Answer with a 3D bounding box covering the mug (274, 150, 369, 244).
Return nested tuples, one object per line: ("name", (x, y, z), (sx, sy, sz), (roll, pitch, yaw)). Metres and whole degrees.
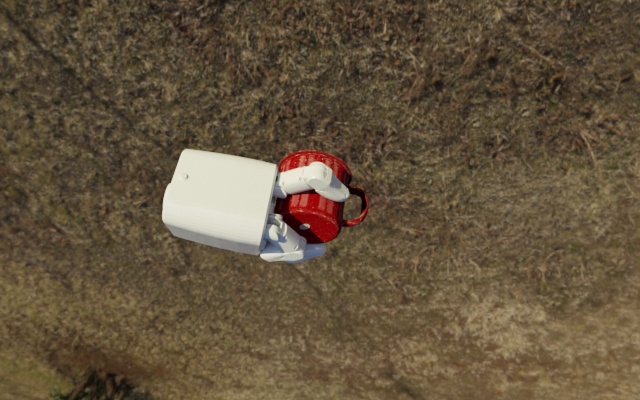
("mug", (0.001, 0.002, 0.577), (0.117, 0.081, 0.093), (11, -33, -4))
